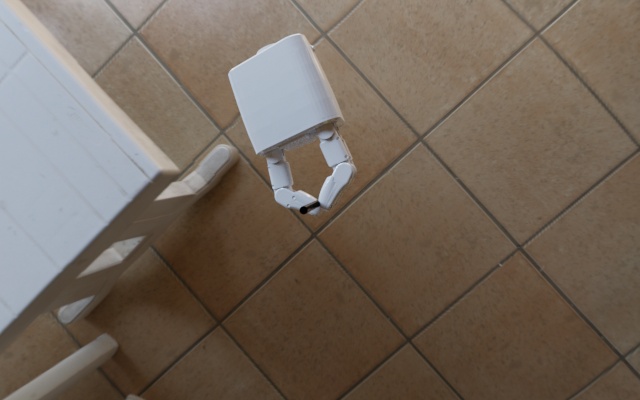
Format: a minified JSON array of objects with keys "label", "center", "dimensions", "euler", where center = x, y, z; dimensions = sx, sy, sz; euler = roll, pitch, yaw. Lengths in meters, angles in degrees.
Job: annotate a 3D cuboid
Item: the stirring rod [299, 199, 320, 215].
[{"label":"stirring rod","center":[0.000,0.002,0.571],"dimensions":[0.011,0.011,0.239],"euler":[0,4,8]}]
